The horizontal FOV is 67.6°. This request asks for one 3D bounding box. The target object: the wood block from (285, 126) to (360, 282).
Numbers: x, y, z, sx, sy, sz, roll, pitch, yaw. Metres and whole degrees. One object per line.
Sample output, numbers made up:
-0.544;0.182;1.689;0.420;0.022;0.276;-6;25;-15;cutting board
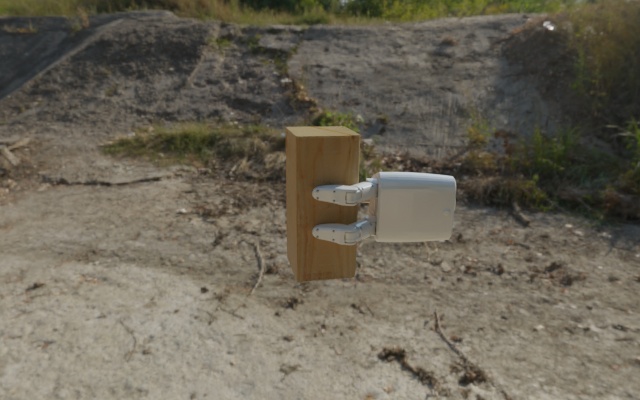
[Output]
0.000;0.002;0.690;0.090;0.206;0.090;-3;17;-12;wood block
